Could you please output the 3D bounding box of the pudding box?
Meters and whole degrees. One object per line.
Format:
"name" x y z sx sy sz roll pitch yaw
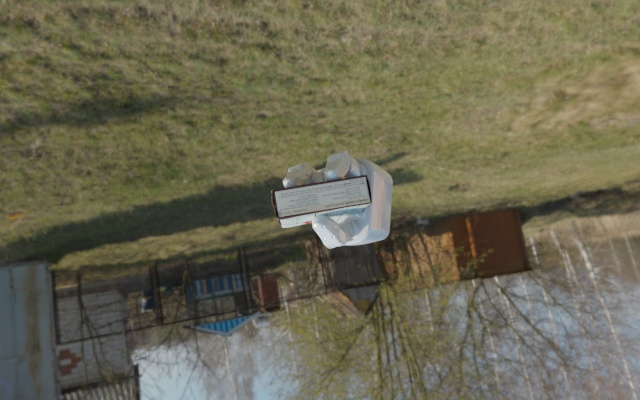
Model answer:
"pudding box" 0.000 0.002 0.576 0.113 0.039 0.090 -11 -9 -5
